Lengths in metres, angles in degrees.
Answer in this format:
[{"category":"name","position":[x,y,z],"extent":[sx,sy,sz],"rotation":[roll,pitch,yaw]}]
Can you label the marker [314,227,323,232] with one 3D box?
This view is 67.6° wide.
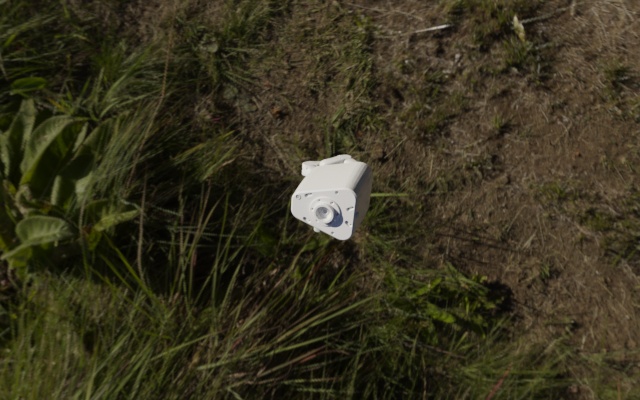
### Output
[{"category":"marker","position":[0.000,0.003,0.891],"extent":[0.020,0.121,0.020],"rotation":[3,26,-2]}]
